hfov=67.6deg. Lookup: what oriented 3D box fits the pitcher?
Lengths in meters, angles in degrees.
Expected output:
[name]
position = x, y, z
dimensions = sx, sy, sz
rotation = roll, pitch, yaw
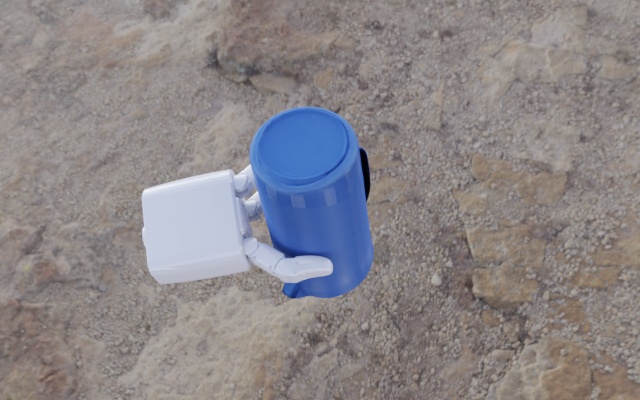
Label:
[pitcher]
position = 0.000, 0.002, 0.563
dimensions = 0.145, 0.149, 0.243
rotation = -10, -33, 0
